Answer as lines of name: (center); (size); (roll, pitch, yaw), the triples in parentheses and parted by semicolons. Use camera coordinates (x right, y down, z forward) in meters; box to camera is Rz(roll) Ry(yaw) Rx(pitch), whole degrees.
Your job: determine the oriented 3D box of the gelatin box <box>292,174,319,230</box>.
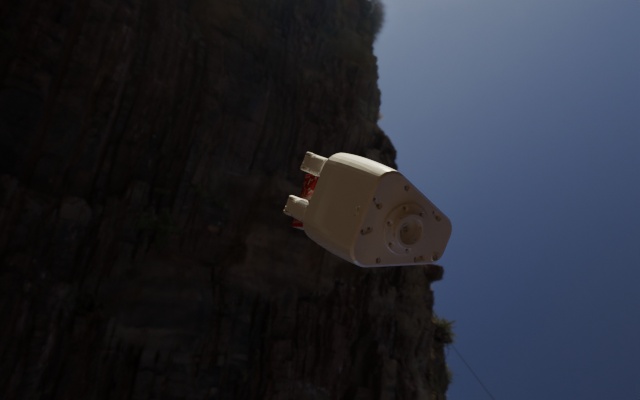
gelatin box: (0.000, 0.002, 0.603); (0.030, 0.073, 0.089); (18, -9, -23)
